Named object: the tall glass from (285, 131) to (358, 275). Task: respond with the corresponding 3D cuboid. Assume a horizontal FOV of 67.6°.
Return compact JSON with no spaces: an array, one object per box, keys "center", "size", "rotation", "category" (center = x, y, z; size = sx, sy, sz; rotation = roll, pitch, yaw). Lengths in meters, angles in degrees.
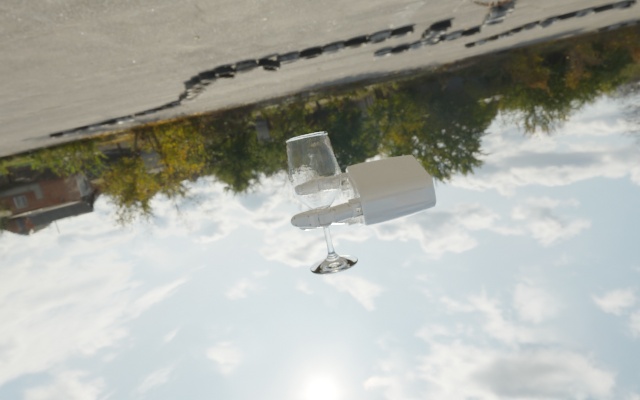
[{"center":[0.000,0.003,0.705],"size":[0.079,0.201,0.079],"rotation":[-12,11,2],"category":"tall glass"}]
